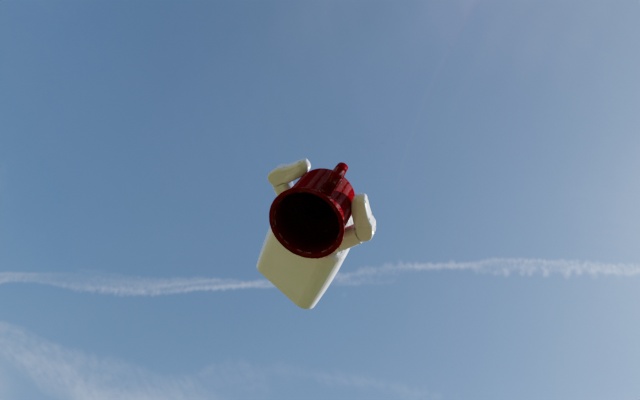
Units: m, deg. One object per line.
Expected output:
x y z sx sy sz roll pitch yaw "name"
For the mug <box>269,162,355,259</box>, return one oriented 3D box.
0.001 0.001 0.579 0.093 0.117 0.081 30 31 4 "mug"
